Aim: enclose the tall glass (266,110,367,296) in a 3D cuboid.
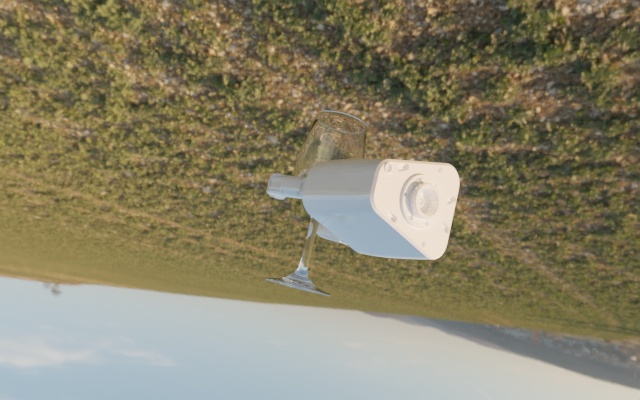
[{"bbox_3d":[0.000,0.002,0.546,0.079,0.201,0.079,14,-9,2],"label":"tall glass"}]
